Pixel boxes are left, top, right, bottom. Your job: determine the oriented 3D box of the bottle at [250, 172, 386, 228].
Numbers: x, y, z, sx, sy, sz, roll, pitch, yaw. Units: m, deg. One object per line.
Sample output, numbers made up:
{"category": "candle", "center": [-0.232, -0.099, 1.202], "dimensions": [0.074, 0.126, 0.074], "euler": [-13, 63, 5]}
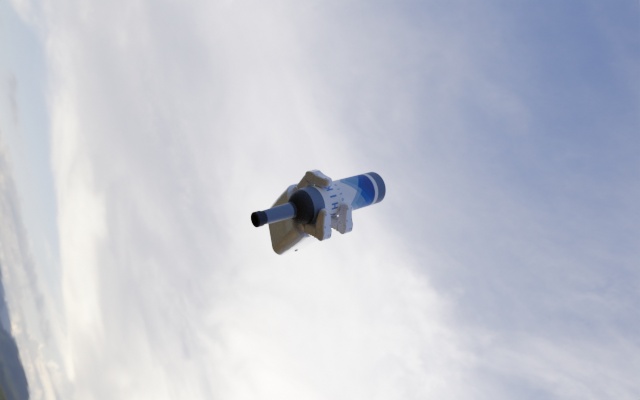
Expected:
{"category": "bottle", "center": [0.000, 0.003, 0.888], "dimensions": [0.295, 0.069, 0.069], "euler": [-15, 10, -40]}
